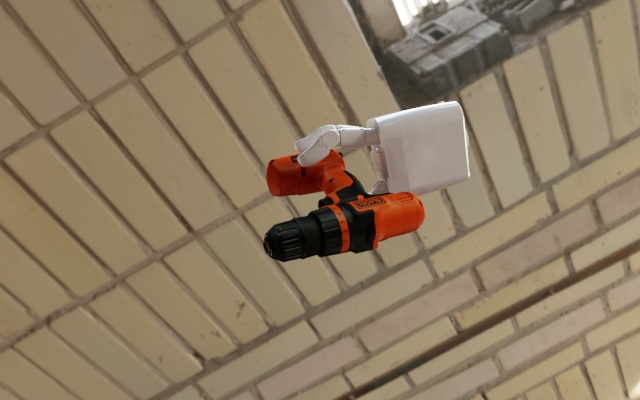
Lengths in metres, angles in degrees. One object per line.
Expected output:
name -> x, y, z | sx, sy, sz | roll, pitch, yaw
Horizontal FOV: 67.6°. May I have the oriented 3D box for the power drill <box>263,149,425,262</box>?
power drill -> 0.000, 0.002, 0.564 | 0.184, 0.057, 0.187 | -10, 30, -22
